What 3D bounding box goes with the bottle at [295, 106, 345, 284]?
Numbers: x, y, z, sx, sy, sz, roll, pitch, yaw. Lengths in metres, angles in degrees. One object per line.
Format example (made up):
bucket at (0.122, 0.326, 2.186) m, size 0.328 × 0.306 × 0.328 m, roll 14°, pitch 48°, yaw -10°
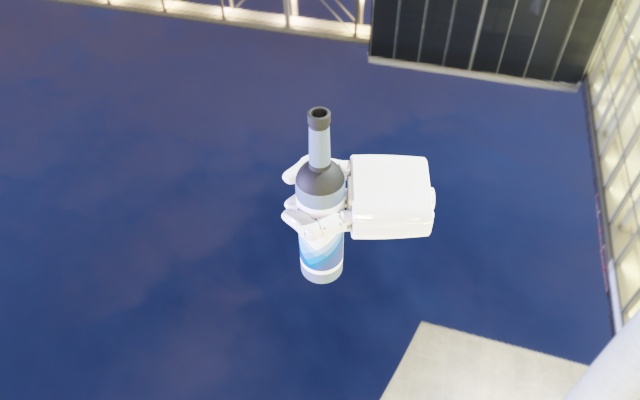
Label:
bottle at (0.000, 0.002, 0.657) m, size 0.069 × 0.069 × 0.296 m, roll -1°, pitch -45°, yaw 1°
